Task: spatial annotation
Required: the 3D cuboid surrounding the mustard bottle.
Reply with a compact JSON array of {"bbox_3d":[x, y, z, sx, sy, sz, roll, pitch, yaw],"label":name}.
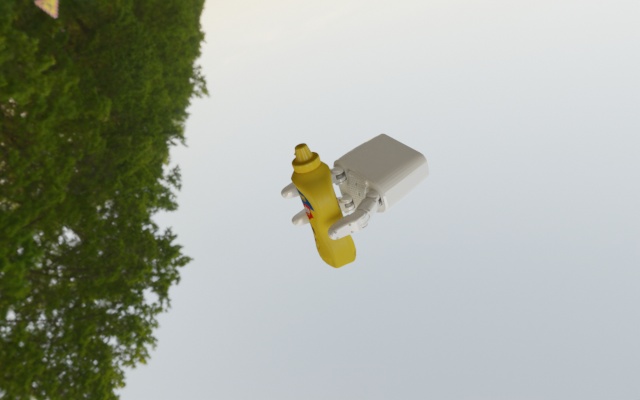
[{"bbox_3d":[0.000,0.003,0.709,0.058,0.192,0.096,-22,30,-5],"label":"mustard bottle"}]
